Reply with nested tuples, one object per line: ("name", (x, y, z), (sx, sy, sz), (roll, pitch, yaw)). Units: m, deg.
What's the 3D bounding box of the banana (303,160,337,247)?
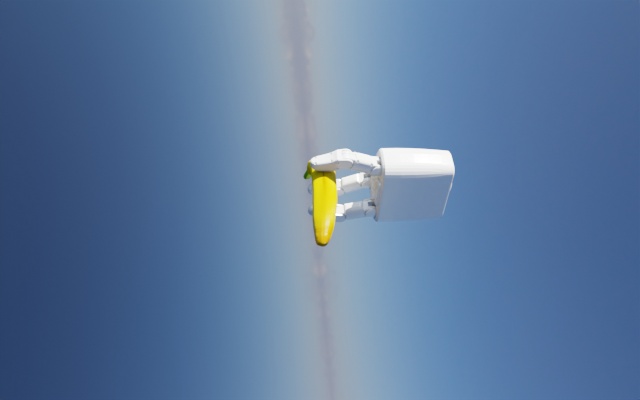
("banana", (0.002, -0.015, 0.700), (0.037, 0.070, 0.197), (5, 31, -9))
